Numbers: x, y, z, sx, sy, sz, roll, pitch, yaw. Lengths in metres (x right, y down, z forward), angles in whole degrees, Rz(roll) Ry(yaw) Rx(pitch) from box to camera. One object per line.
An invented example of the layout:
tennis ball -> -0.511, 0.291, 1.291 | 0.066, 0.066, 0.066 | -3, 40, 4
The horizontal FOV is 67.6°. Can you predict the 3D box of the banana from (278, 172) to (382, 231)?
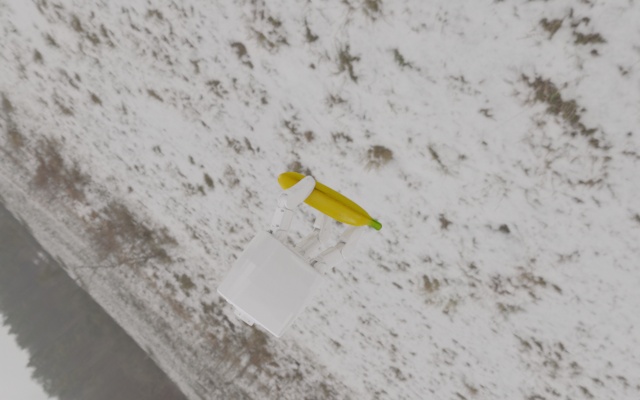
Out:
banana -> -0.003, -0.004, 0.715 | 0.197, 0.037, 0.070 | 29, -11, 29
